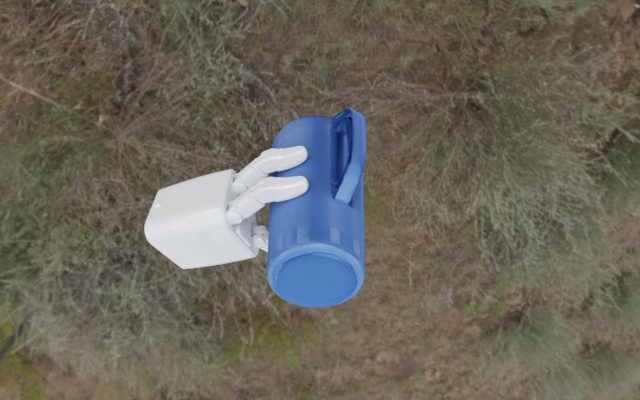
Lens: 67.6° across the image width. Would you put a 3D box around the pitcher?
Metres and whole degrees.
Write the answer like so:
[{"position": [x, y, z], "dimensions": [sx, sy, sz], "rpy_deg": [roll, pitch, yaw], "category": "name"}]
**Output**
[{"position": [0.000, 0.002, 0.601], "dimensions": [0.145, 0.149, 0.242], "rpy_deg": [-10, 40, 9], "category": "pitcher"}]
